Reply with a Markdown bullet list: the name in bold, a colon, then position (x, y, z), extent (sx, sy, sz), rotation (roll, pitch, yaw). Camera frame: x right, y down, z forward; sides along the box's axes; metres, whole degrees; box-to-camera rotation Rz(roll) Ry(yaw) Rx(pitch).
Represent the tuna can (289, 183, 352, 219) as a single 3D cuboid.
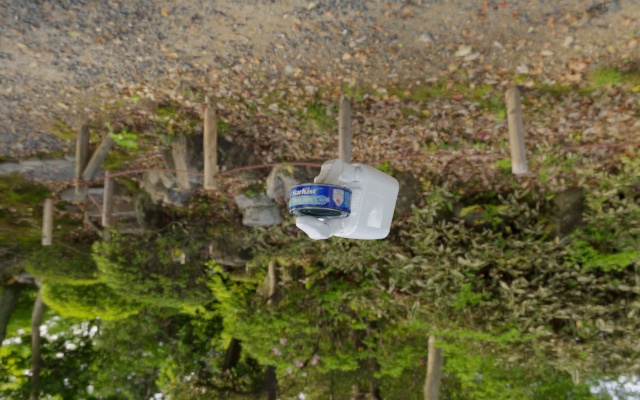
- **tuna can**: position (0.000, 0.003, 0.651), extent (0.086, 0.033, 0.086), rotation (3, -12, 1)
